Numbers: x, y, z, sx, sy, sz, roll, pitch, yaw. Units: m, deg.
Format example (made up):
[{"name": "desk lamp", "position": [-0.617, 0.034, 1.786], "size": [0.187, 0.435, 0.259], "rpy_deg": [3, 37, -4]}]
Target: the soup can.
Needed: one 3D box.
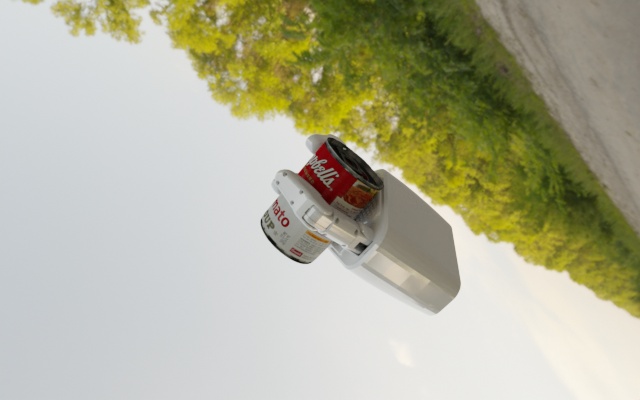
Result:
[{"name": "soup can", "position": [0.000, 0.001, 0.445], "size": [0.068, 0.102, 0.068], "rpy_deg": [37, 18, -15]}]
